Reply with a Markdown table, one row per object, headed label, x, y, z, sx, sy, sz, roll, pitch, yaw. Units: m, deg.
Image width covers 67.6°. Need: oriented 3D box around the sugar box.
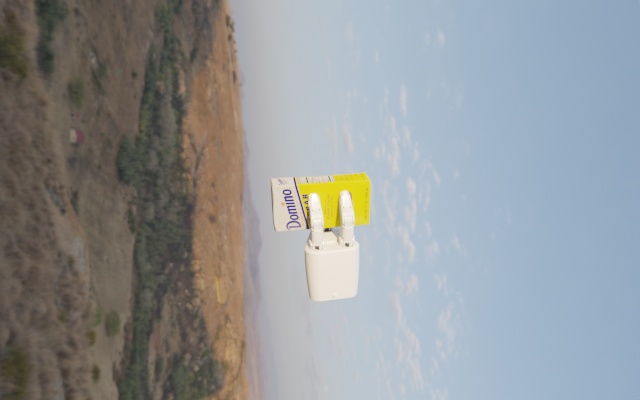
| label | x | y | z | sx | sy | sz | roll | pitch | yaw |
| --- | --- | --- | --- | --- | --- | --- | --- | --- | --- |
| sugar box | 0.000 | 0.003 | 0.867 | 0.176 | 0.093 | 0.048 | -6 | 24 | -9 |
